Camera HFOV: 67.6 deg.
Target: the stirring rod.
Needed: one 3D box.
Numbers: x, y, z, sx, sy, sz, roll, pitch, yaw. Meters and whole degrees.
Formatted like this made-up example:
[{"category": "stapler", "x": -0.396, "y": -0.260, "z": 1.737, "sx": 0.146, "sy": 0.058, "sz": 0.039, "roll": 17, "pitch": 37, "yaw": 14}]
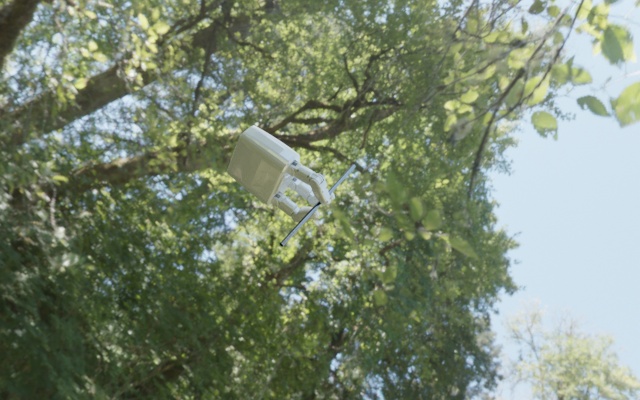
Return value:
[{"category": "stirring rod", "x": 0.000, "y": 0.003, "z": 0.869, "sx": 0.011, "sy": 0.011, "sz": 0.239, "roll": 0, "pitch": 36, "yaw": 43}]
